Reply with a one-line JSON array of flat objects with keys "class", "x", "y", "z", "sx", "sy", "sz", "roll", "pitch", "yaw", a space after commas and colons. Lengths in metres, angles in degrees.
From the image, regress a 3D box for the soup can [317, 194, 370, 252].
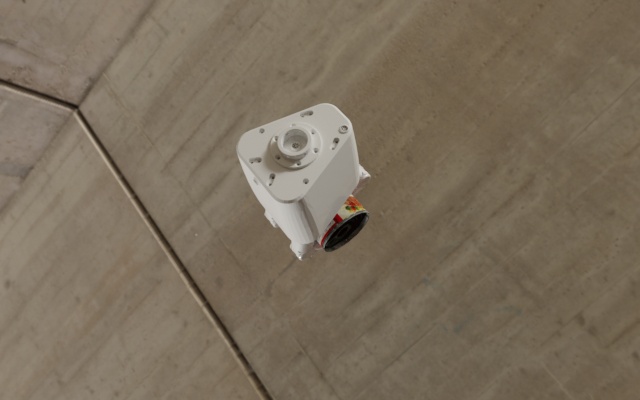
[{"class": "soup can", "x": 0.000, "y": 0.002, "z": 0.573, "sx": 0.102, "sy": 0.068, "sz": 0.068, "roll": 49, "pitch": 23, "yaw": 22}]
